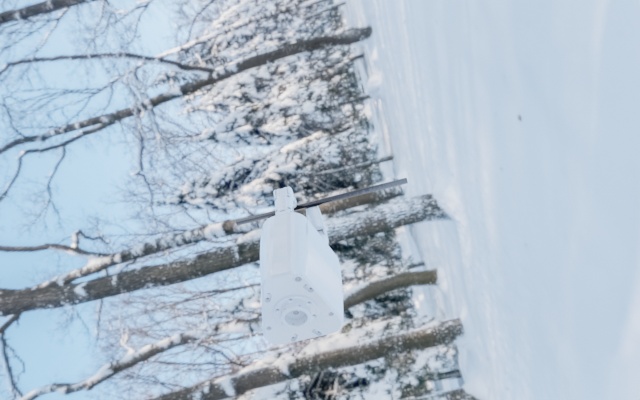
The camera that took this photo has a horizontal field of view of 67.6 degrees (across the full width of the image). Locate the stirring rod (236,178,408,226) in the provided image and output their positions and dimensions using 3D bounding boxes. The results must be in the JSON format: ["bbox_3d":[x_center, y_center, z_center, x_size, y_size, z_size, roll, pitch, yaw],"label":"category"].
[{"bbox_3d":[0.000,0.002,0.653,0.239,0.011,0.011,-14,-1,5],"label":"stirring rod"}]
